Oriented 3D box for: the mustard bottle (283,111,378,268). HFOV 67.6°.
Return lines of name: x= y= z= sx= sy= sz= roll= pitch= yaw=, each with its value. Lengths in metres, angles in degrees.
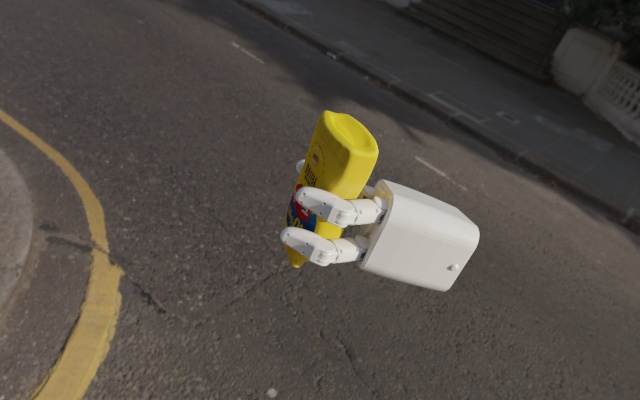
mustard bottle: x=0.000 y=0.002 z=0.548 sx=0.058 sy=0.192 sz=0.096 roll=4 pitch=35 yaw=-28
